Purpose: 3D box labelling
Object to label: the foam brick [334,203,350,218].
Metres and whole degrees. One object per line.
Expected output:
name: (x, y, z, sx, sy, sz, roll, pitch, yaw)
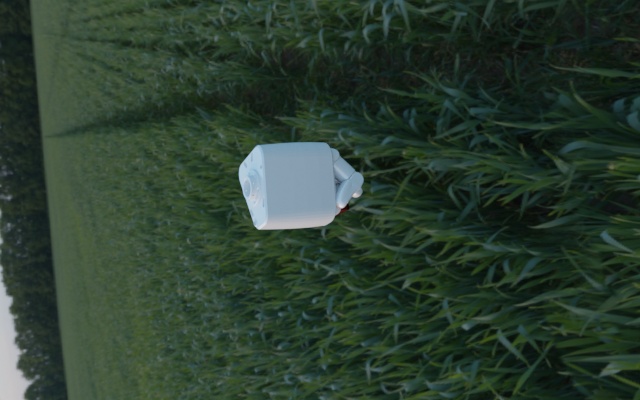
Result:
foam brick: (0.000, 0.003, 0.750, 0.051, 0.053, 0.078, -4, -17, -31)
